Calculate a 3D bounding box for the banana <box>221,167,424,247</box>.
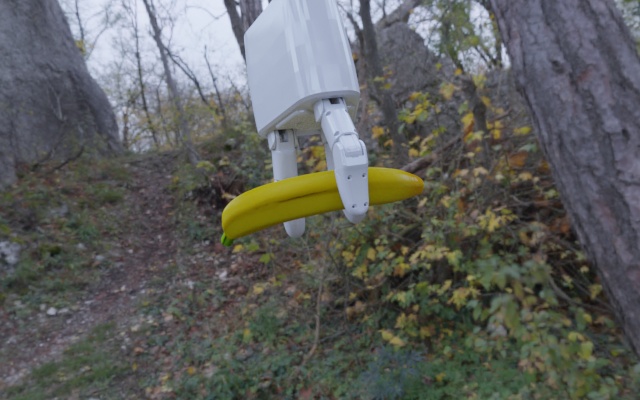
[{"bbox_3d":[-0.006,-0.001,0.421,0.198,0.037,0.070,-14,-13,6],"label":"banana"}]
